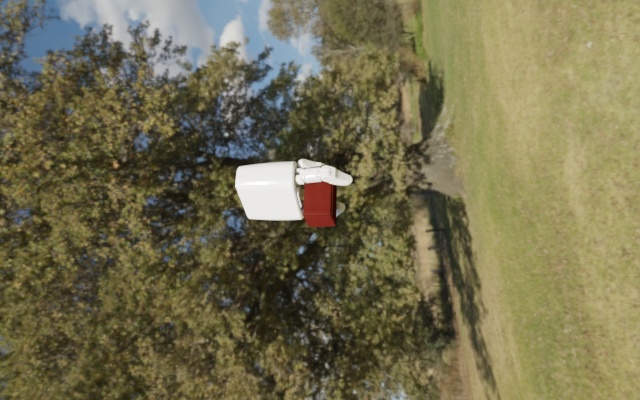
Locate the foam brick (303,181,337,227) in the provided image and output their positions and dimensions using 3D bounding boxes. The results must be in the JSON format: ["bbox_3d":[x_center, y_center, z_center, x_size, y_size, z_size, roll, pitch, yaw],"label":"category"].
[{"bbox_3d":[0.000,0.003,0.847,0.051,0.078,0.053,-2,-26,9],"label":"foam brick"}]
